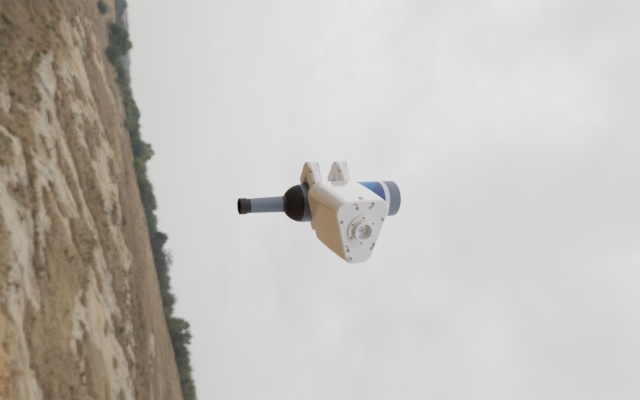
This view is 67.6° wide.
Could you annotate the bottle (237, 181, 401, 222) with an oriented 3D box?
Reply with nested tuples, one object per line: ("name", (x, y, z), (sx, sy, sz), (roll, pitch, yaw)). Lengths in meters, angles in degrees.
("bottle", (0.000, 0.003, 0.846), (0.296, 0.069, 0.069), (-3, 1, -24))
